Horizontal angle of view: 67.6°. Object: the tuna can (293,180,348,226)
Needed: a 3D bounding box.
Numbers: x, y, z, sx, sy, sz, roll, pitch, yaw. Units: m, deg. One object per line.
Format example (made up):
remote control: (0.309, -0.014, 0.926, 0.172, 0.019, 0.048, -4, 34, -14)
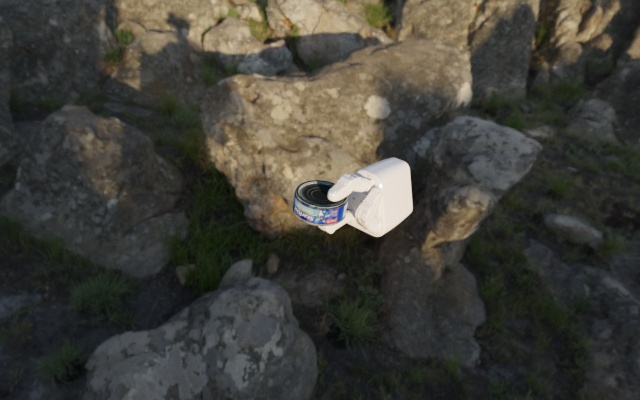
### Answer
tuna can: (0.000, 0.002, 0.749, 0.086, 0.034, 0.086, 5, 32, -3)
